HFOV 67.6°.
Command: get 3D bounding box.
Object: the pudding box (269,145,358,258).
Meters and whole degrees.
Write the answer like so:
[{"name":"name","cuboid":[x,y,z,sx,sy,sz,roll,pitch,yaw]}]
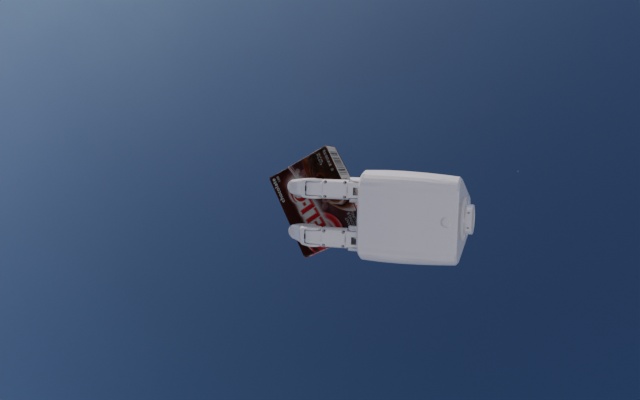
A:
[{"name":"pudding box","cuboid":[0.000,0.002,0.588,0.090,0.113,0.039,-27,-9,25]}]
